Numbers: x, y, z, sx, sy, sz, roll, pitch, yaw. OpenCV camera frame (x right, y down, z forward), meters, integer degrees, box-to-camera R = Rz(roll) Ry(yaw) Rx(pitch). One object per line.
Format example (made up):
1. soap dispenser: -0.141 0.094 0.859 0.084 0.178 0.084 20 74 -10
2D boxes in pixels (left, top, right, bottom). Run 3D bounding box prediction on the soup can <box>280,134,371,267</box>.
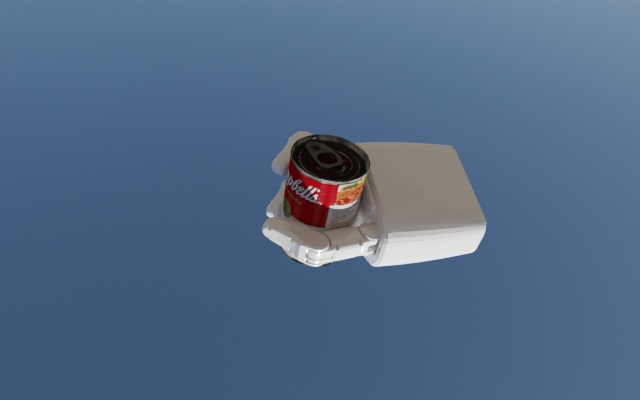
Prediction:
1. soup can: 0.000 0.002 0.430 0.068 0.102 0.068 8 40 -6
